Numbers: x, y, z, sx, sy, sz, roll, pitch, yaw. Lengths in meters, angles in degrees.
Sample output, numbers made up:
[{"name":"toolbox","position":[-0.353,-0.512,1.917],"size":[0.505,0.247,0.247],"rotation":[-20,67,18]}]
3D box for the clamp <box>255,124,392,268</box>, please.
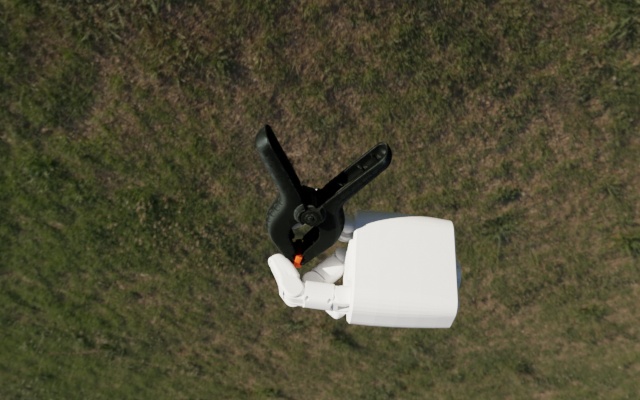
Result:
[{"name":"clamp","position":[0.000,0.002,0.461],"size":[0.120,0.039,0.172],"rotation":[5,-44,1]}]
